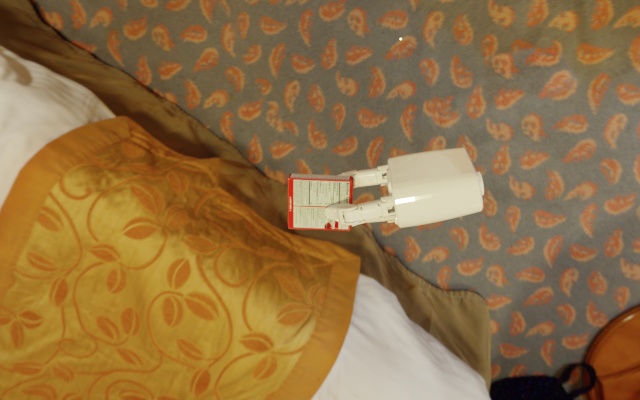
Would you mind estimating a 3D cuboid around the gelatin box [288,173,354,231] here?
[{"bbox_3d":[0.000,0.002,0.658,0.089,0.073,0.030,2,18,4],"label":"gelatin box"}]
